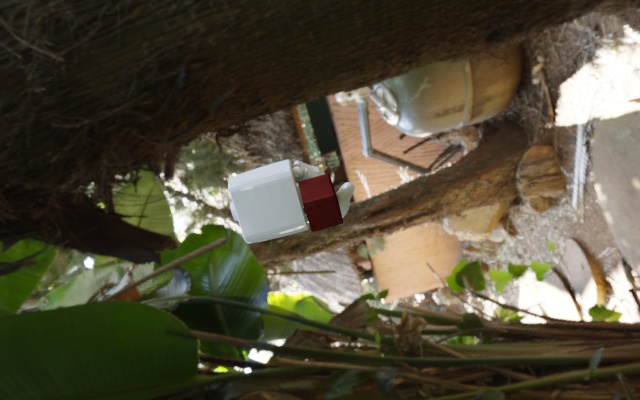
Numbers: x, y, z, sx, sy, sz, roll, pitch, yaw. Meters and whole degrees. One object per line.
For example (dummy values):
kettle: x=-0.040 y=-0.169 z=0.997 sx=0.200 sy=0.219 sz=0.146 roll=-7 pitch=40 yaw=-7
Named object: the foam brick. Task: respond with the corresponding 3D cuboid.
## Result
foam brick: x=0.000 y=0.002 z=0.732 sx=0.051 sy=0.053 sz=0.078 roll=-15 pitch=29 yaw=0
